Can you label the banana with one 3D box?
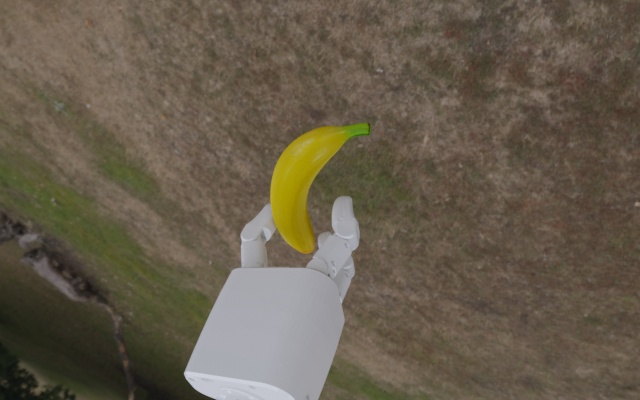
[{"bbox_3d":[-0.016,-0.007,0.471,0.069,0.037,0.198,20,-41,-4],"label":"banana"}]
